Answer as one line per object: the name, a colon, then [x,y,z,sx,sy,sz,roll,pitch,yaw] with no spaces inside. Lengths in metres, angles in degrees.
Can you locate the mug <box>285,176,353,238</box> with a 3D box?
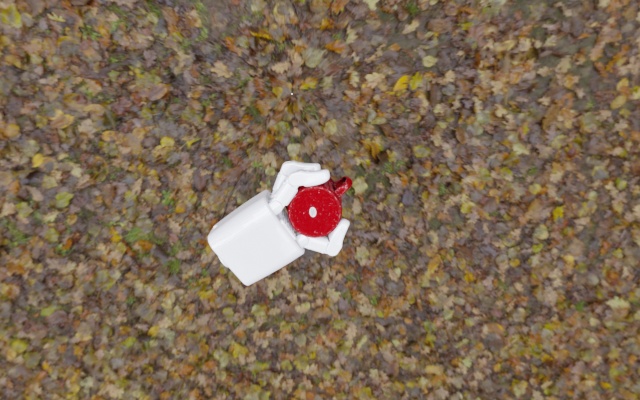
mug: [0.001,0.002,0.738,0.117,0.093,0.081,-33,12,5]
